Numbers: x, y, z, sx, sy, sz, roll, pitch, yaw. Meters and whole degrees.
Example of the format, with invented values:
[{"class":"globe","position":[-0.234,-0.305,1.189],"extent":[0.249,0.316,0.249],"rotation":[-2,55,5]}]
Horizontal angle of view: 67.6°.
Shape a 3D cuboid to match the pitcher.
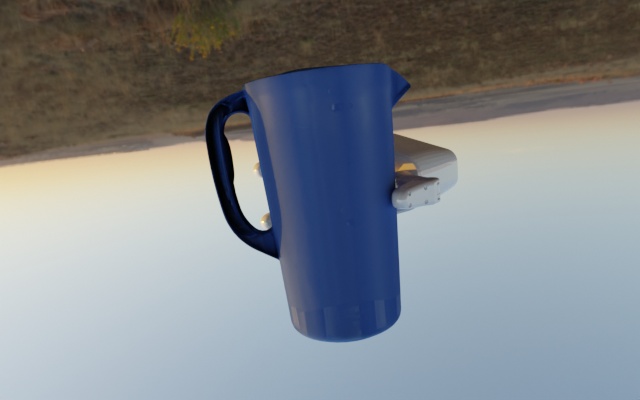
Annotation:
[{"class":"pitcher","position":[0.000,0.001,0.446],"extent":[0.149,0.243,0.145],"rotation":[1,12,39]}]
